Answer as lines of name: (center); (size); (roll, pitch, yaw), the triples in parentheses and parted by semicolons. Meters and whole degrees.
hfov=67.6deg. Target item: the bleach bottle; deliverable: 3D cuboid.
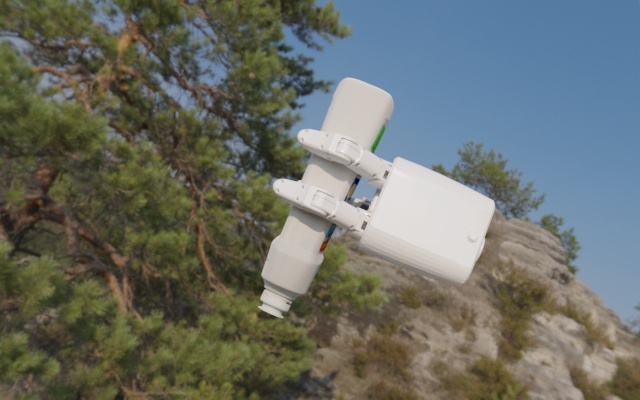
bleach bottle: (0.000, 0.002, 0.509); (0.068, 0.251, 0.102); (23, -10, 5)
